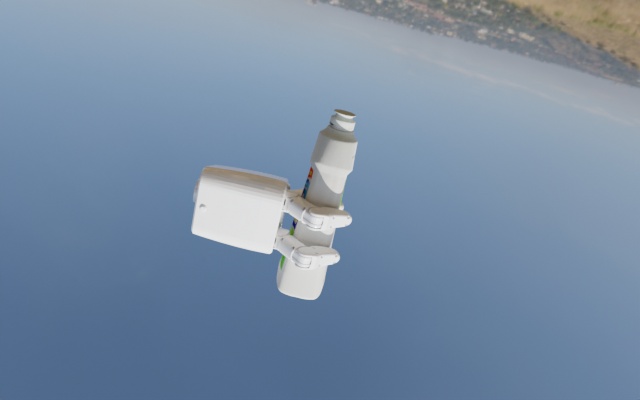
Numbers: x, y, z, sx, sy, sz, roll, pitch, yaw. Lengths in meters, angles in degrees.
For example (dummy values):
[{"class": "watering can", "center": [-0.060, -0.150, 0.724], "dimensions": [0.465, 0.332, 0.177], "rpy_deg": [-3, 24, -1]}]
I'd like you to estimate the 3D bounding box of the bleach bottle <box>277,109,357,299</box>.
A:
[{"class": "bleach bottle", "center": [0.000, 0.002, 0.637], "dimensions": [0.068, 0.251, 0.102], "rpy_deg": [14, 21, -4]}]
